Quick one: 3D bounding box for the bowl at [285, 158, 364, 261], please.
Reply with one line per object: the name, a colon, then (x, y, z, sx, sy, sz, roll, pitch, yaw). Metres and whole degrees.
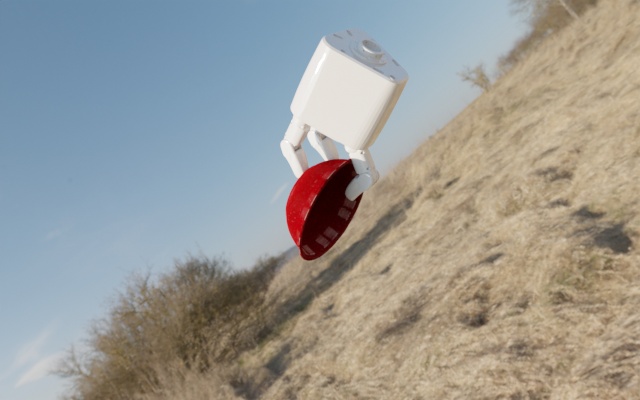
bowl: (-0.001, 0.003, 0.676, 0.055, 0.162, 0.162, 29, 12, 24)
